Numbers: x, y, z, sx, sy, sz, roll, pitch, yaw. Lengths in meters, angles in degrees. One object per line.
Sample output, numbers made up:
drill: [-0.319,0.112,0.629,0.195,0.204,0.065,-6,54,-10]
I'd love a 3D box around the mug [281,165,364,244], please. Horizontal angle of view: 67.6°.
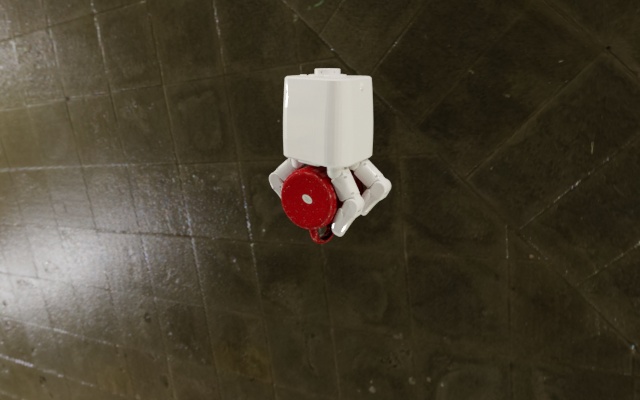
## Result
mug: [0.000,0.004,0.652,0.093,0.117,0.081,8,18,28]
